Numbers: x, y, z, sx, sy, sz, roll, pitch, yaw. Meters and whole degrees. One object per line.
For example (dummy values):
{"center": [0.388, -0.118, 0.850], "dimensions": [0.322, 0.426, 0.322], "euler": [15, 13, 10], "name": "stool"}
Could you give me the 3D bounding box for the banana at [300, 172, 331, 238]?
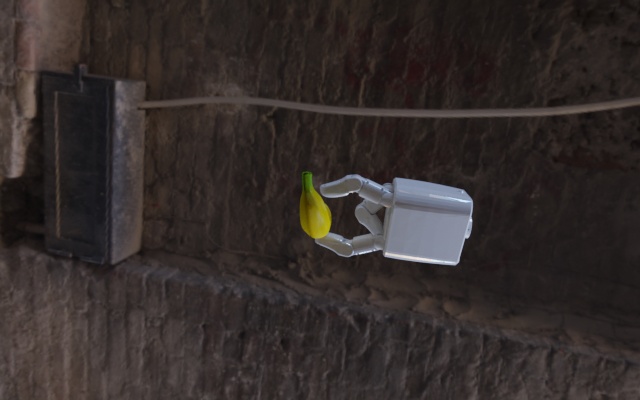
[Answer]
{"center": [-0.003, 0.020, 0.661], "dimensions": [0.037, 0.069, 0.198], "euler": [8, -12, 5], "name": "banana"}
